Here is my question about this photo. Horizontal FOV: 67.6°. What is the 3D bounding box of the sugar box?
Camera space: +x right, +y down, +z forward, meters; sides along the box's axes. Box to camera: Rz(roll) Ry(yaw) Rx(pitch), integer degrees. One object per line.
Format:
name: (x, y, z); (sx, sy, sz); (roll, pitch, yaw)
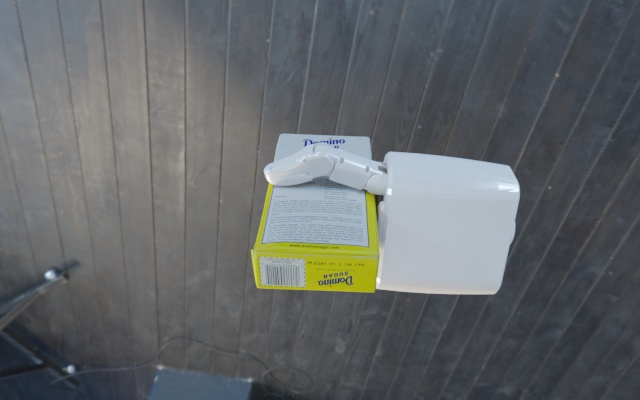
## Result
sugar box: (0.000, 0.002, 0.418); (0.093, 0.048, 0.176); (3, 34, 2)
